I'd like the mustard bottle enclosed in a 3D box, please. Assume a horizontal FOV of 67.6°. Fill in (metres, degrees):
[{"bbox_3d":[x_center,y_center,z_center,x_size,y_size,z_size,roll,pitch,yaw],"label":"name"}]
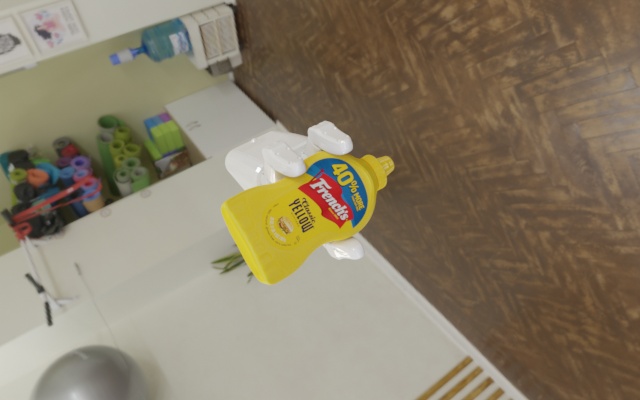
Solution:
[{"bbox_3d":[0.000,0.002,0.505,0.191,0.096,0.058,-30,5,-21],"label":"mustard bottle"}]
